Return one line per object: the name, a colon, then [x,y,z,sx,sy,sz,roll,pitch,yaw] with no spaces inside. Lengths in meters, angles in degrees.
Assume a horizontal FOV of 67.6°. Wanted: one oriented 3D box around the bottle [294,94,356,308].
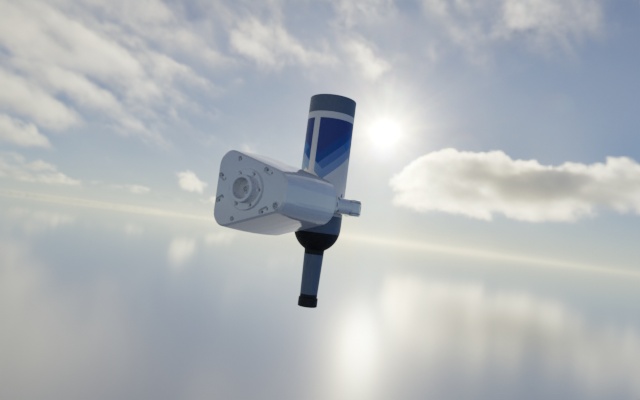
bottle: [0.000,0.002,0.676,0.069,0.295,0.069,7,-4,0]
